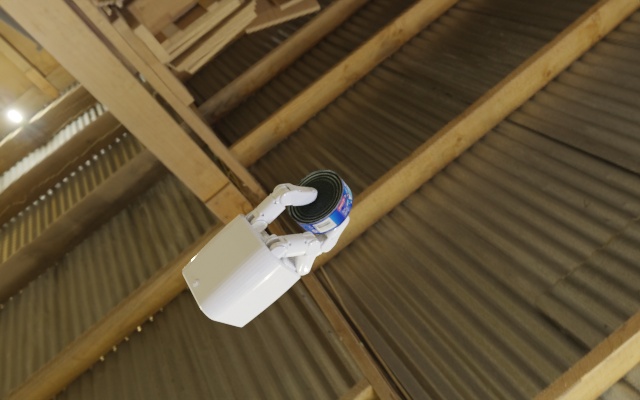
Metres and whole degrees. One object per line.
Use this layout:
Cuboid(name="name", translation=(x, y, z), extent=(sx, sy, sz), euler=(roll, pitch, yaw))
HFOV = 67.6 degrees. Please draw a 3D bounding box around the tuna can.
Cuboid(name="tuna can", translation=(0.000, 0.002, 0.650), extent=(0.086, 0.086, 0.034), euler=(0, -31, 35))
